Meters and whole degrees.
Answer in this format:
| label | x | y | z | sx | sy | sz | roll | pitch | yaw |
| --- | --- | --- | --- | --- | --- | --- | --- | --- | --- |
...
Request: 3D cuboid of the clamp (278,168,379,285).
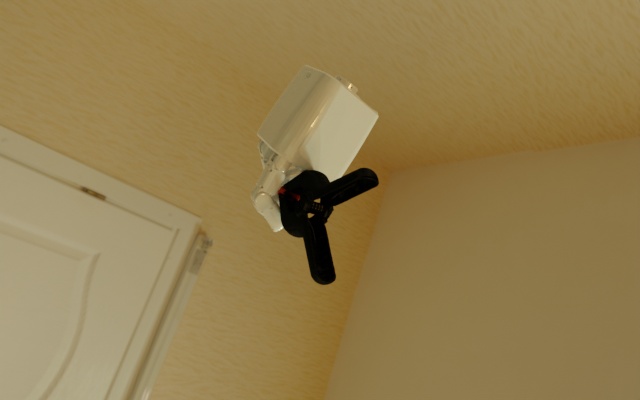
| label | x | y | z | sx | sy | sz | roll | pitch | yaw |
| --- | --- | --- | --- | --- | --- | --- | --- | --- | --- |
| clamp | 0.000 | 0.002 | 0.517 | 0.039 | 0.120 | 0.171 | 29 | 9 | -32 |
